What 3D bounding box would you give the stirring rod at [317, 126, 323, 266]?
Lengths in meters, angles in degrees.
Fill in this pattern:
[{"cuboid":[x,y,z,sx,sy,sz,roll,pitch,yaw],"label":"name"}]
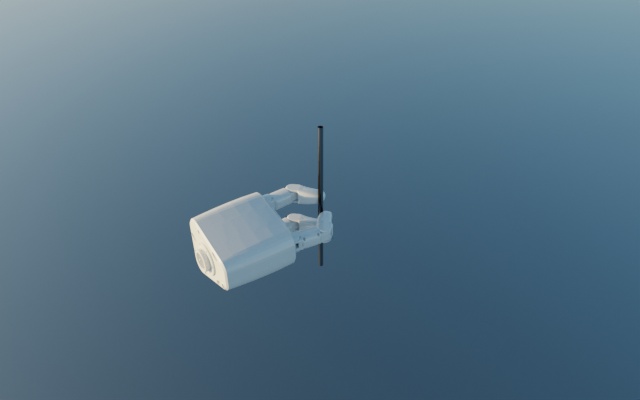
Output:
[{"cuboid":[0.000,0.002,0.708,0.011,0.240,0.011,0,33,0],"label":"stirring rod"}]
